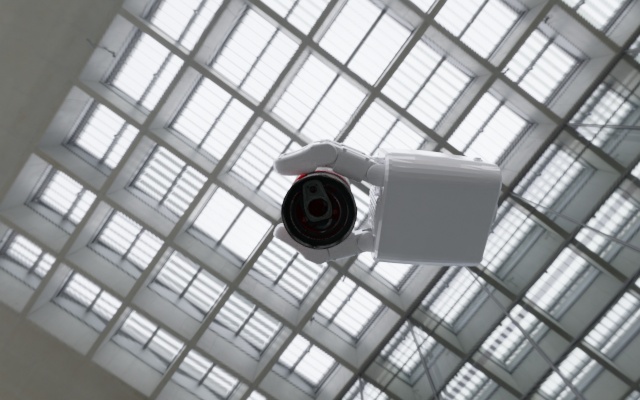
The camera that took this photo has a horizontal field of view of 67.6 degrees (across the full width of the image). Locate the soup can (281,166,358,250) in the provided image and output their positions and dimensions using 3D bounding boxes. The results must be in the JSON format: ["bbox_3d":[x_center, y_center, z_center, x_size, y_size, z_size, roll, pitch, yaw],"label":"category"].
[{"bbox_3d":[0.000,0.002,0.471,0.068,0.068,0.102,0,11,1],"label":"soup can"}]
